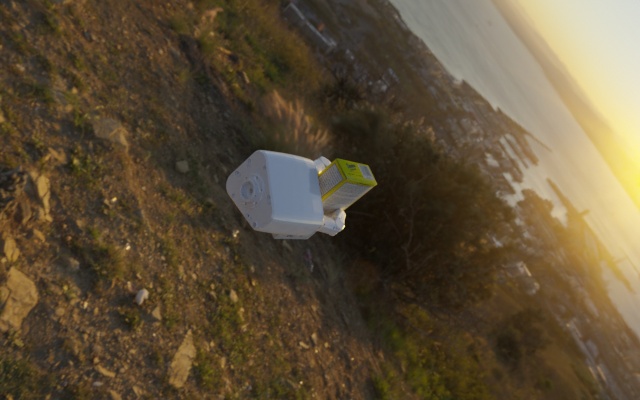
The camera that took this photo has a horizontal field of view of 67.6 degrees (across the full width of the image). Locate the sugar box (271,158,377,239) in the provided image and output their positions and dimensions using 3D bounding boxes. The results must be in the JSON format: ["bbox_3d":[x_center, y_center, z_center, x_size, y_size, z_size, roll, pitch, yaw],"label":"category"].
[{"bbox_3d":[0.000,0.002,0.792,0.176,0.048,0.093,-37,-25,29],"label":"sugar box"}]
